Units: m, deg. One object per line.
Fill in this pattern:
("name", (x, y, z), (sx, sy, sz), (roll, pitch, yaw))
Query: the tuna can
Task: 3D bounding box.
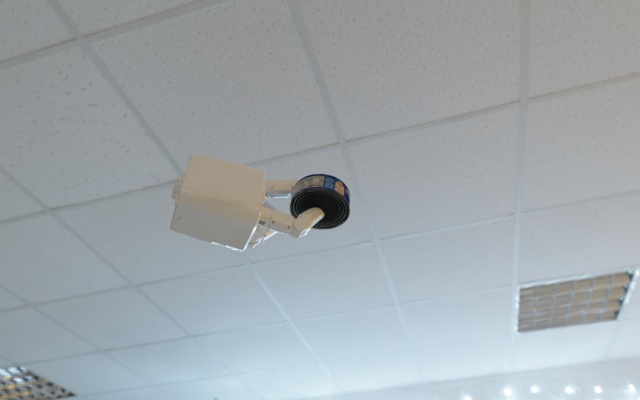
("tuna can", (0.000, 0.002, 0.684), (0.086, 0.033, 0.086), (3, -43, 3))
